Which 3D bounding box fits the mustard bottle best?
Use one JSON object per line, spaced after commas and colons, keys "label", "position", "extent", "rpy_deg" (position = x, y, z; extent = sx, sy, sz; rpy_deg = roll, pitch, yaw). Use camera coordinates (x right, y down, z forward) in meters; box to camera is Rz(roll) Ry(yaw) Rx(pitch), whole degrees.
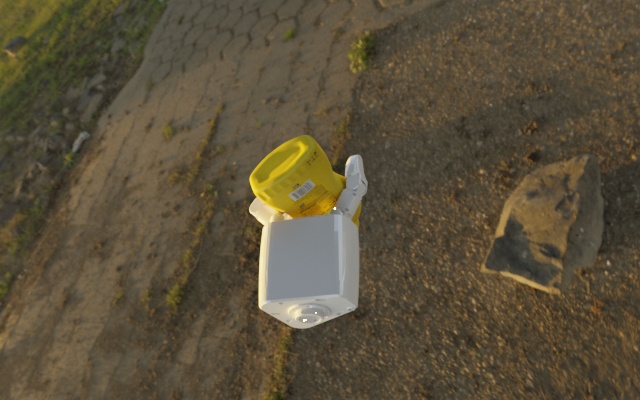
{"label": "mustard bottle", "position": [0.000, 0.002, 0.633], "extent": [0.096, 0.058, 0.192], "rpy_deg": [-37, -45, 8]}
